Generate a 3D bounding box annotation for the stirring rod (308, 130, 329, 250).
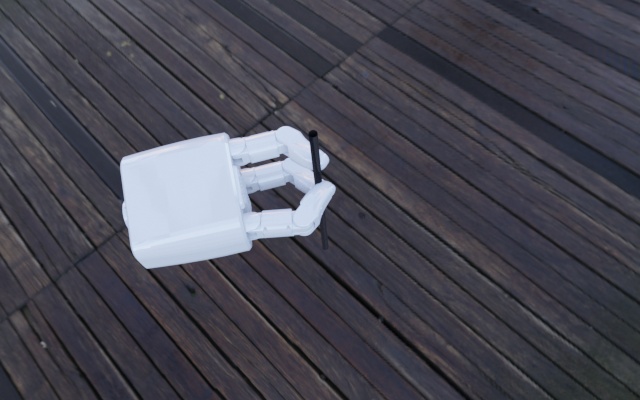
[{"bbox_3d":[0.000,0.002,0.514,0.011,0.011,0.240,0,-29,4],"label":"stirring rod"}]
